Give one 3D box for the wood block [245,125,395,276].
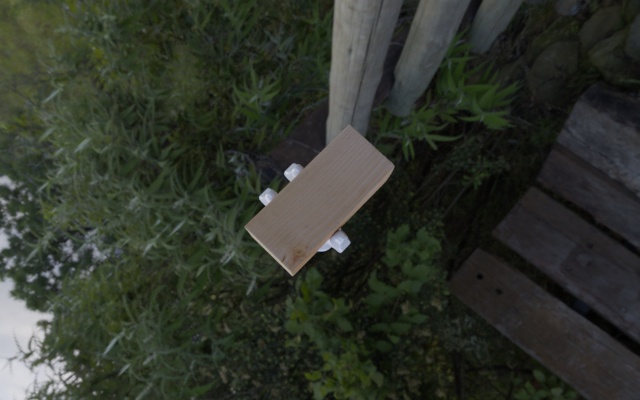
[{"bbox_3d":[0.000,0.003,0.693,0.091,0.206,0.090,43,-10,8],"label":"wood block"}]
